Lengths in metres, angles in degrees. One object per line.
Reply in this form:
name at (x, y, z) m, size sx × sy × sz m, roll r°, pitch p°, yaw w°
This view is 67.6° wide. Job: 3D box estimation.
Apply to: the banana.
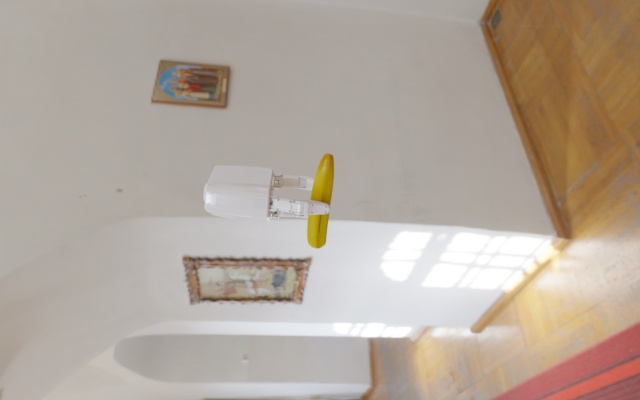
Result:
banana at (-0.002, 0.016, 0.834) m, size 0.037 × 0.198 × 0.069 m, roll 7°, pitch 35°, yaw 1°
